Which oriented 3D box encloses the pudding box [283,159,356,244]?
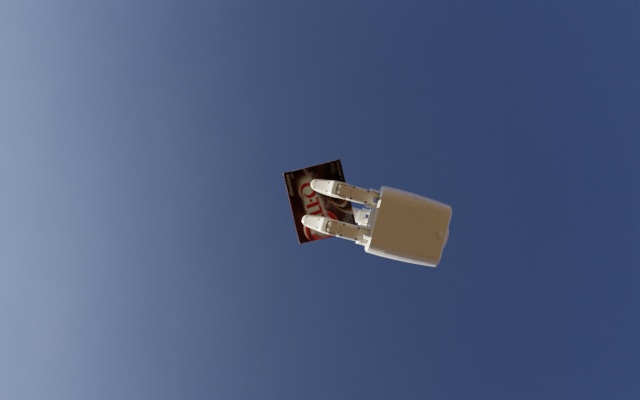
[{"bbox_3d":[0.000,0.002,0.728,0.090,0.113,0.039,-14,-4,3],"label":"pudding box"}]
